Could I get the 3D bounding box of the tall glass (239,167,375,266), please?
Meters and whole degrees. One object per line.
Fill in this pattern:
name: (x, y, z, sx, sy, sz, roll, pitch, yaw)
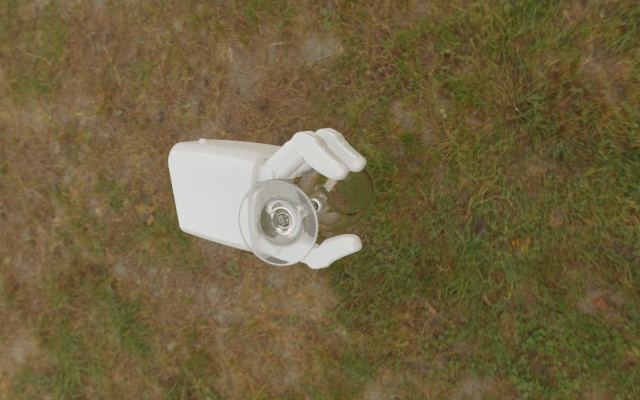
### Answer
tall glass: (0.000, 0.002, 0.488, 0.079, 0.079, 0.201, 0, 10, 22)
